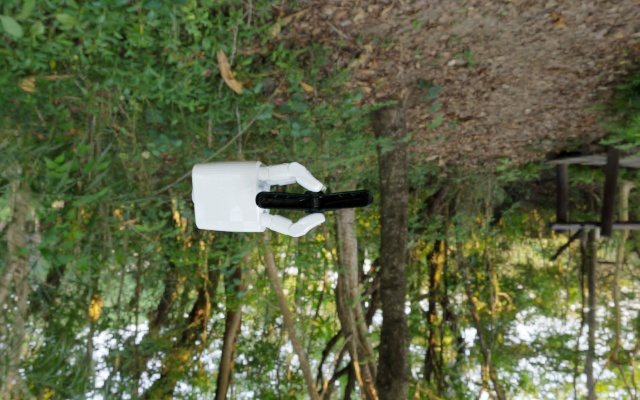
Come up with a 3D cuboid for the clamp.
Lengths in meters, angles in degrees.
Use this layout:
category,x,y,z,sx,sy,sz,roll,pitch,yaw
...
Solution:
category,x,y,z,sx,sy,sz,roll,pitch,yaw
clamp,0.000,0.003,0.750,0.164,0.036,0.210,0,-3,6
